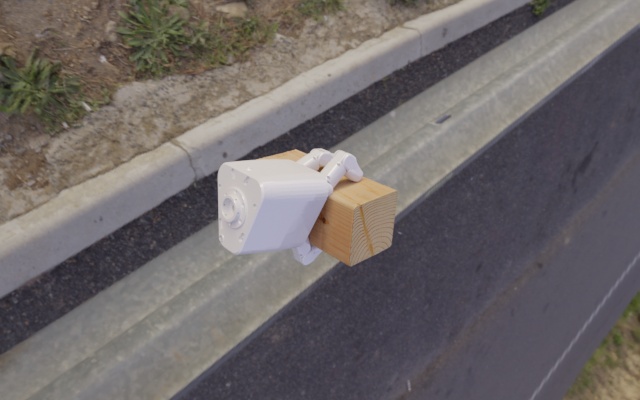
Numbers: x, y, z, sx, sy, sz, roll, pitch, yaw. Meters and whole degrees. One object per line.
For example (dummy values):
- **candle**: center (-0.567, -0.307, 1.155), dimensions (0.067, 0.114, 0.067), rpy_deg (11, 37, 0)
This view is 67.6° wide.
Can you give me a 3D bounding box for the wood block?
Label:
- **wood block**: center (0.000, 0.003, 0.697), dimensions (0.090, 0.091, 0.206), rpy_deg (-20, 34, -40)
